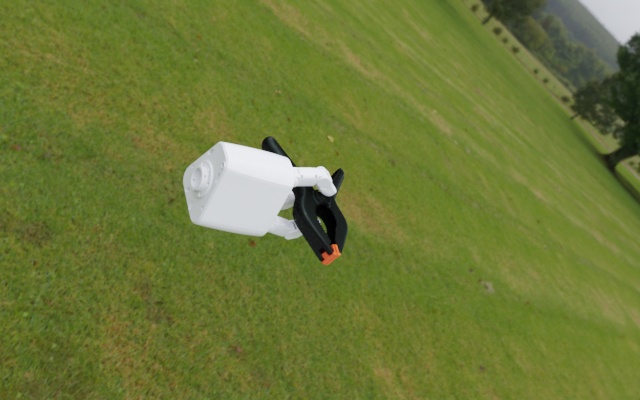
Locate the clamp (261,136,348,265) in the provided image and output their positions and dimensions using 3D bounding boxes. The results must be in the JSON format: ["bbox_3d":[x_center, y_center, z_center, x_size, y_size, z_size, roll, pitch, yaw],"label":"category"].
[{"bbox_3d":[0.001,0.002,0.723,0.164,0.209,0.036,14,-45,-42],"label":"clamp"}]
